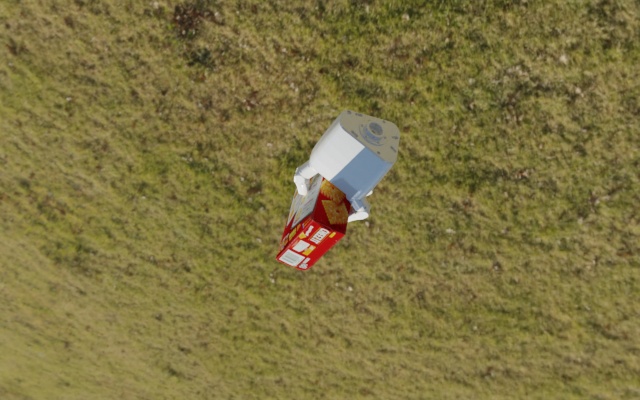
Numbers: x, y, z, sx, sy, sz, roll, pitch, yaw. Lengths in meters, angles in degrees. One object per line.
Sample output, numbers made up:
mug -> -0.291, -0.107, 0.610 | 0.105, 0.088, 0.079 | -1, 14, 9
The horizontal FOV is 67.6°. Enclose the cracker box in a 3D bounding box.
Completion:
cracker box -> 0.000, 0.003, 0.892 | 0.072, 0.213, 0.164 | 25, -40, -14
